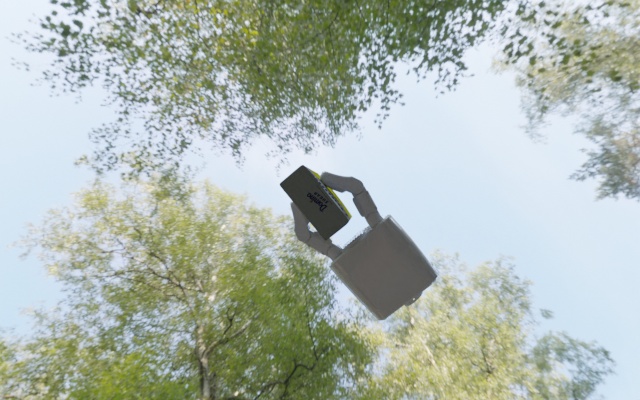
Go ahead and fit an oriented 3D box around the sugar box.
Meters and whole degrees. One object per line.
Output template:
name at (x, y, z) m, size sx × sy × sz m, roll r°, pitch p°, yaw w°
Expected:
sugar box at (0.001, 0.002, 0.663) m, size 0.048 × 0.093 × 0.176 m, roll -39°, pitch -2°, yaw 2°
